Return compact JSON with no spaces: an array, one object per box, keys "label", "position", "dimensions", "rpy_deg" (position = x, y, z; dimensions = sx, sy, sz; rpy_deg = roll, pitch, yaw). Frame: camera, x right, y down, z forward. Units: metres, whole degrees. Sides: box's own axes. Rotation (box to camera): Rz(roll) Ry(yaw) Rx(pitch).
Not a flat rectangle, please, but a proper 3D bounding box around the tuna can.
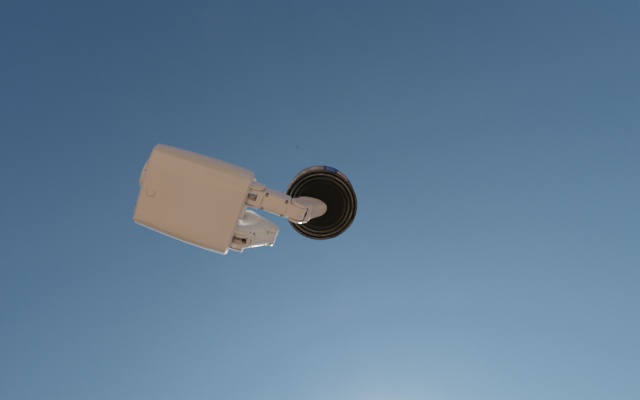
[{"label":"tuna can","position":[0.000,0.002,0.574],"dimensions":[0.086,0.086,0.033],"rpy_deg":[0,16,-1]}]
